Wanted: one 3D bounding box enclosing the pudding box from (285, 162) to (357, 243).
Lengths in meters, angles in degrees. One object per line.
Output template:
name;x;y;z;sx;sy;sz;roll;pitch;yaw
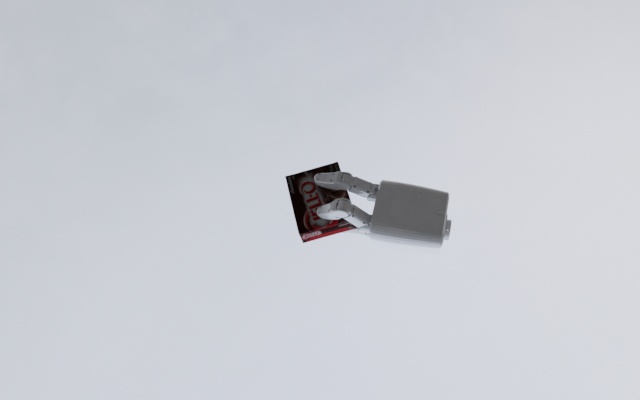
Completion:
pudding box;0.000;0.003;0.755;0.090;0.113;0.039;-15;-33;-1
